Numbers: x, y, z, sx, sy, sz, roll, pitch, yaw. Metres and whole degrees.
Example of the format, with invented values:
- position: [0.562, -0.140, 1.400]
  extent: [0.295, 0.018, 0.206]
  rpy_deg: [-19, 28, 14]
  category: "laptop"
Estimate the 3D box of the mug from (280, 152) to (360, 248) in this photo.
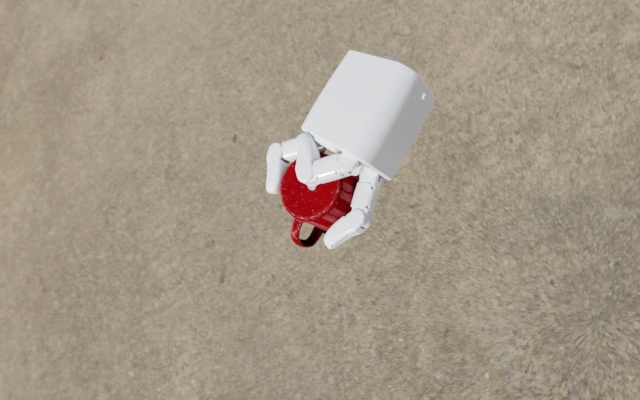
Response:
- position: [-0.001, 0.003, 0.569]
  extent: [0.093, 0.117, 0.081]
  rpy_deg: [32, 4, 32]
  category: "mug"
